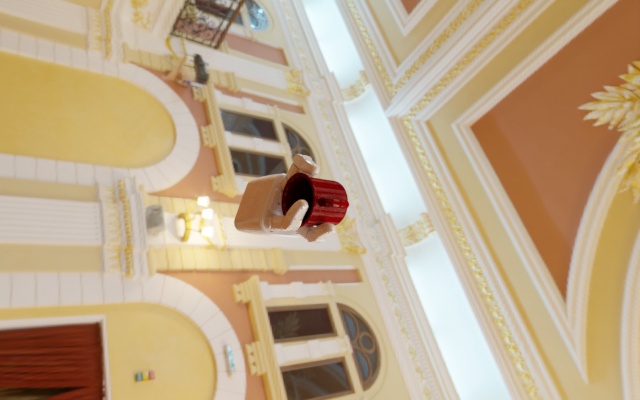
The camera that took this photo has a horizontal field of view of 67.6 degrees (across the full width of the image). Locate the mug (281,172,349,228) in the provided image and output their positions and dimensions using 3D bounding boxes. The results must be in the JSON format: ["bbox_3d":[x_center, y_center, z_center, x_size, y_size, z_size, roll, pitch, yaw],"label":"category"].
[{"bbox_3d":[0.001,0.003,0.805,0.081,0.093,0.117,6,-4,-39],"label":"mug"}]
